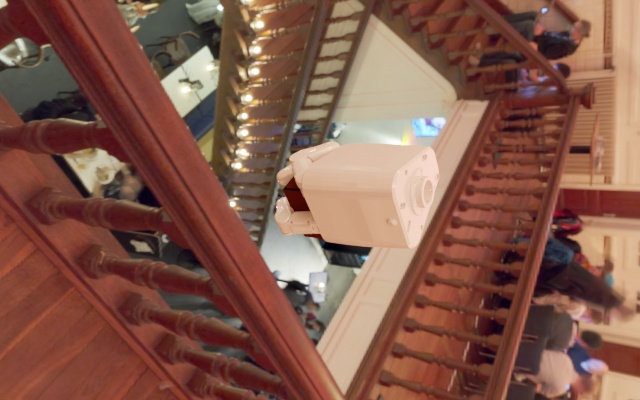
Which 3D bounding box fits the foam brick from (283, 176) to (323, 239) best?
[{"bbox_3d":[0.000,0.002,0.576,0.051,0.078,0.053,4,42,35],"label":"foam brick"}]
